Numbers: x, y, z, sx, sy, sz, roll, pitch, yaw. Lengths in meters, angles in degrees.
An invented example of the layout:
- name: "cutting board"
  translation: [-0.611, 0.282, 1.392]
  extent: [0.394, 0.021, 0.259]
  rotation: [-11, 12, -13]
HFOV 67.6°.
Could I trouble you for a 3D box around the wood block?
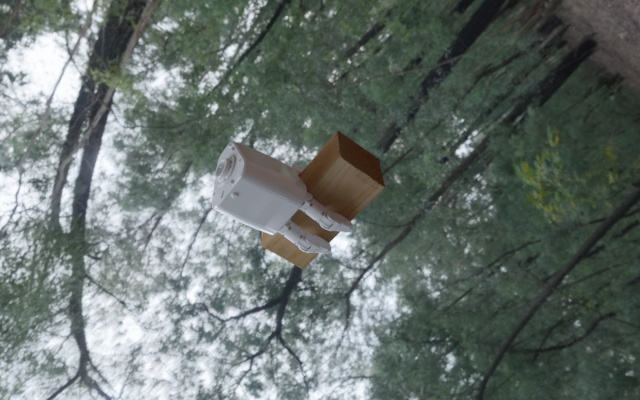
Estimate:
- name: "wood block"
  translation: [0.000, 0.002, 0.778]
  extent: [0.090, 0.206, 0.090]
  rotation: [32, 28, -21]
